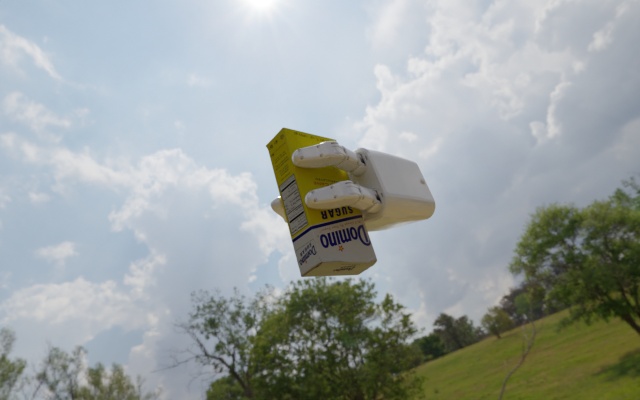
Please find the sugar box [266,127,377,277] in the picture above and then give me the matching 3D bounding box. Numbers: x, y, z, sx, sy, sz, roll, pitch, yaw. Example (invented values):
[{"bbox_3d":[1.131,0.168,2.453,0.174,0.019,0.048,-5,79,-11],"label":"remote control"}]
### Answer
[{"bbox_3d":[0.001,0.002,0.571,0.093,0.176,0.048,5,-35,-42],"label":"sugar box"}]
